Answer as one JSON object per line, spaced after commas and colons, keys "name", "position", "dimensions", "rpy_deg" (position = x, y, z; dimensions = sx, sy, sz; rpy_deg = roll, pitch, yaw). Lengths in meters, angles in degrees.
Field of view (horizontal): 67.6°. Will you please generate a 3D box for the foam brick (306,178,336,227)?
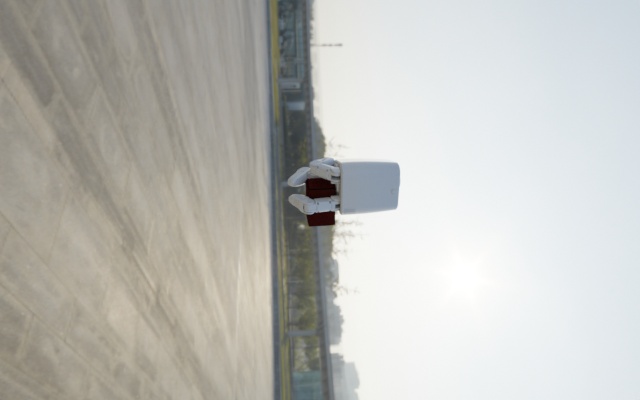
{"name": "foam brick", "position": [0.000, 0.003, 0.890], "dimensions": [0.051, 0.078, 0.053], "rpy_deg": [-3, 27, -6]}
